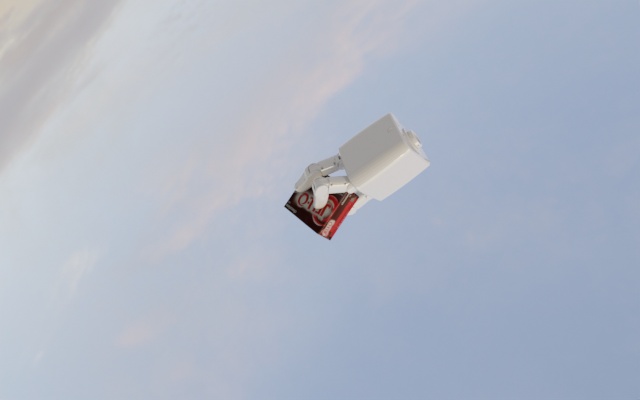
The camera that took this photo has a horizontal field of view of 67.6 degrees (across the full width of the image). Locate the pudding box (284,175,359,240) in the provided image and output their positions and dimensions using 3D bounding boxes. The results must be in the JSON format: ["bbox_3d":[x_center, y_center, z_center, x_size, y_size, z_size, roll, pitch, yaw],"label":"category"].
[{"bbox_3d":[0.000,0.003,0.814,0.039,0.090,0.113,34,1,-42],"label":"pudding box"}]
